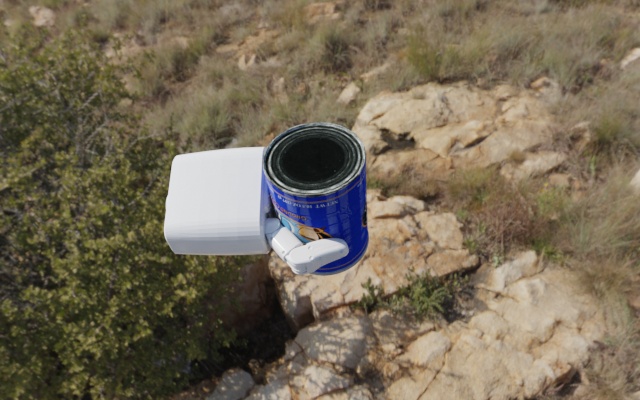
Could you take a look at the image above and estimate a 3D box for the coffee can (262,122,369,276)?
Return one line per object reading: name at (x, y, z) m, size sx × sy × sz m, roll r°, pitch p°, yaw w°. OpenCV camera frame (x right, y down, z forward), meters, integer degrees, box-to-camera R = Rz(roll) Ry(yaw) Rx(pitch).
coffee can at (0.000, 0.002, 0.519) m, size 0.103 × 0.102 × 0.140 m, roll 0°, pitch -40°, yaw 7°
